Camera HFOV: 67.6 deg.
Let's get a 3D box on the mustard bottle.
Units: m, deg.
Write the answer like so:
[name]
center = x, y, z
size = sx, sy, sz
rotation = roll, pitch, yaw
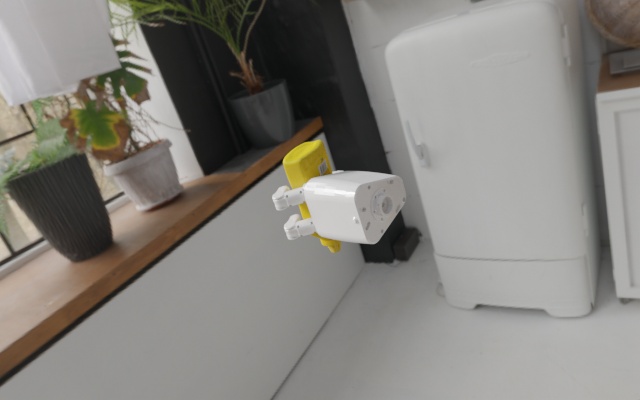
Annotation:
[mustard bottle]
center = 0.000, 0.002, 0.798
size = 0.058, 0.192, 0.096
rotation = -8, 24, 26
